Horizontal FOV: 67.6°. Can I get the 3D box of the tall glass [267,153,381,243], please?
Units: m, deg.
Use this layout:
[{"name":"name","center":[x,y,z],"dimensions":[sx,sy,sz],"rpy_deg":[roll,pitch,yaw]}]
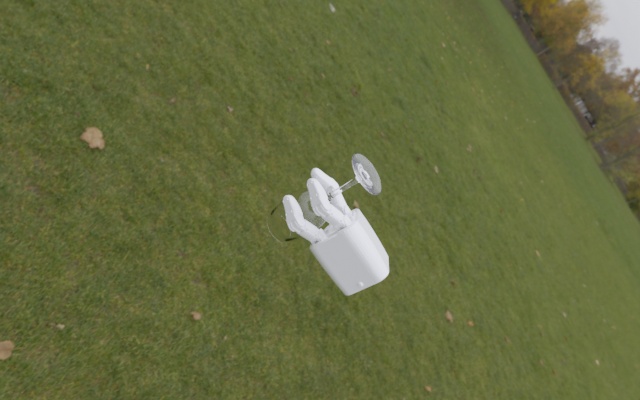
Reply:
[{"name":"tall glass","center":[0.001,0.002,0.801],"dimensions":[0.201,0.079,0.079],"rpy_deg":[-31,-17,30]}]
